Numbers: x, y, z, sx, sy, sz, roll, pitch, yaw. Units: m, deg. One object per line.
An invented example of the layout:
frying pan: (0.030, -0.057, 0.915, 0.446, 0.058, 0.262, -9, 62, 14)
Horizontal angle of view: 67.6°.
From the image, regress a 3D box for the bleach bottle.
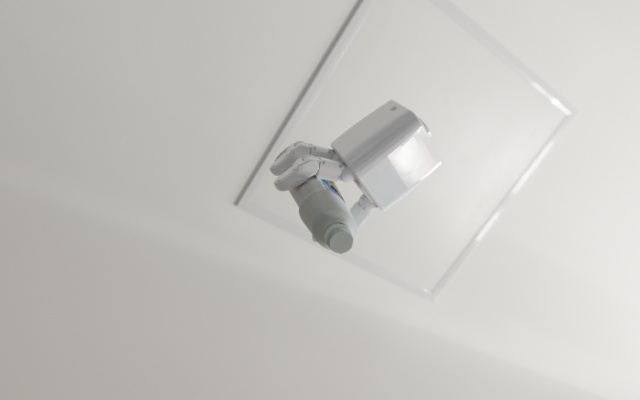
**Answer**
bleach bottle: (0.000, 0.002, 0.640, 0.068, 0.103, 0.250, -39, 27, 5)
